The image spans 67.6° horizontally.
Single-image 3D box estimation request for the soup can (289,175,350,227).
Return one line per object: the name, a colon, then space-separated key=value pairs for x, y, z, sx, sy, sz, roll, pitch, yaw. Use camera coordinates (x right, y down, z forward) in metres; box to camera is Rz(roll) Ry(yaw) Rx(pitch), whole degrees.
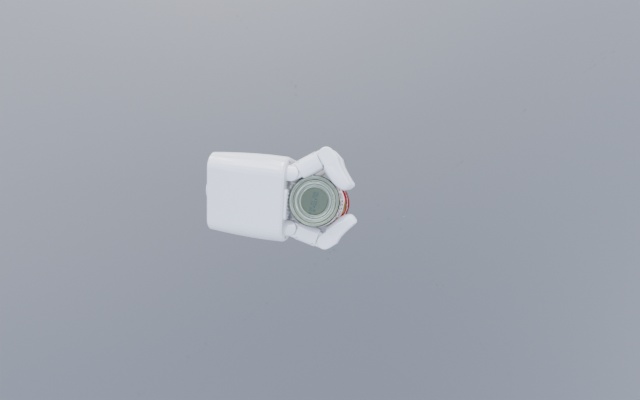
soup can: x=0.001 y=0.002 z=0.648 sx=0.068 sy=0.068 sz=0.102 roll=0 pitch=-2 yaw=10
